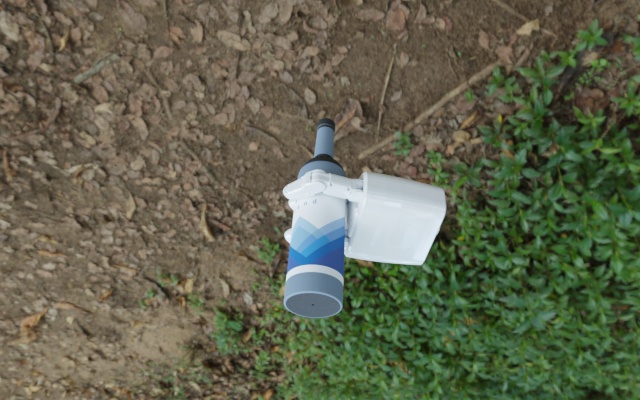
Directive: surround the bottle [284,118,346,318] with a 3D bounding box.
[{"bbox_3d":[0.000,0.002,0.625,0.069,0.295,0.069,3,-38,2],"label":"bottle"}]
